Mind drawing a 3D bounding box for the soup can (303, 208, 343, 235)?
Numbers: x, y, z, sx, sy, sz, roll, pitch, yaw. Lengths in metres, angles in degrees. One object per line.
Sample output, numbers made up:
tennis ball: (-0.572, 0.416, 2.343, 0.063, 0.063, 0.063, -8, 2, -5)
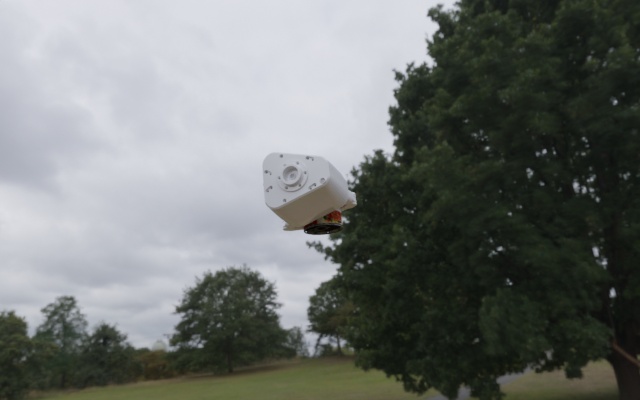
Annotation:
soup can: (0.000, 0.003, 0.830, 0.068, 0.102, 0.068, -5, -18, -2)
